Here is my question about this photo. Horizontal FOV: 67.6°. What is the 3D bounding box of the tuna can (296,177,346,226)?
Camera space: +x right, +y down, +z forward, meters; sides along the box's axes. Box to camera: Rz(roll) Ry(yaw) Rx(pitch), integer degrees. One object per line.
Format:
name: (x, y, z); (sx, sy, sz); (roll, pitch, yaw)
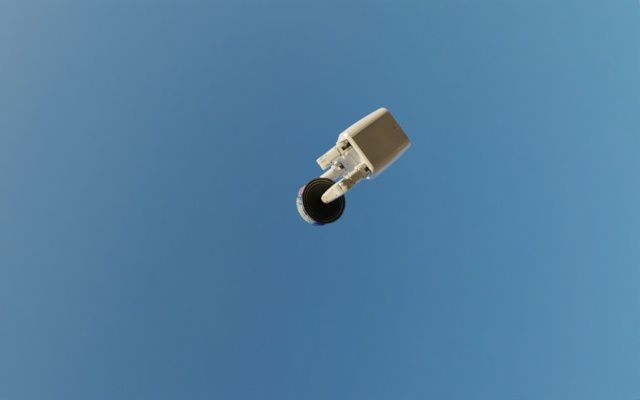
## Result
tuna can: (0.000, 0.003, 0.868); (0.086, 0.086, 0.034); (0, -12, -24)
